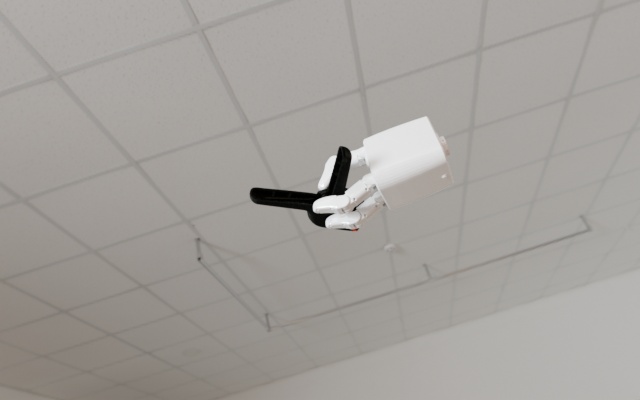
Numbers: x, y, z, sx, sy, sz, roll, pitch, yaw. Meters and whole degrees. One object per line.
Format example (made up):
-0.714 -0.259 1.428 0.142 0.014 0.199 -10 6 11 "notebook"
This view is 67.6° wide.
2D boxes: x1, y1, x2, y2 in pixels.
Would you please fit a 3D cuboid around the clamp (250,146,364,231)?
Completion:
0.000 0.002 0.749 0.164 0.036 0.210 -19 -33 14 "clamp"
